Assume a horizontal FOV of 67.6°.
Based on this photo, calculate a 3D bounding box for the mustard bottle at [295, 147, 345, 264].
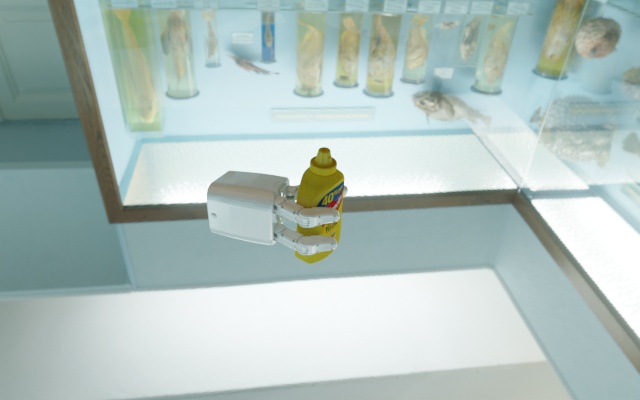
[{"bbox_3d":[0.000,0.003,0.752,0.058,0.192,0.096,26,42,27],"label":"mustard bottle"}]
